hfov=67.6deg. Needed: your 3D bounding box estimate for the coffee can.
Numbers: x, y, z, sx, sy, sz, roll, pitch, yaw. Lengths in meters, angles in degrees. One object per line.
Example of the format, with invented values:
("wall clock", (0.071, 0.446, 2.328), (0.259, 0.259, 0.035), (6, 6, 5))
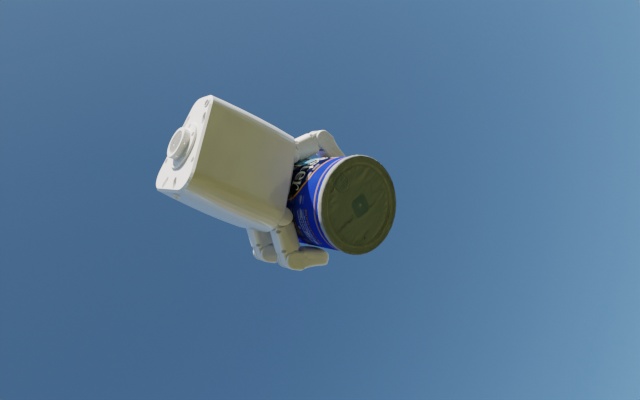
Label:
("coffee can", (0.000, 0.002, 0.543), (0.103, 0.103, 0.140), (0, 3, -37))
